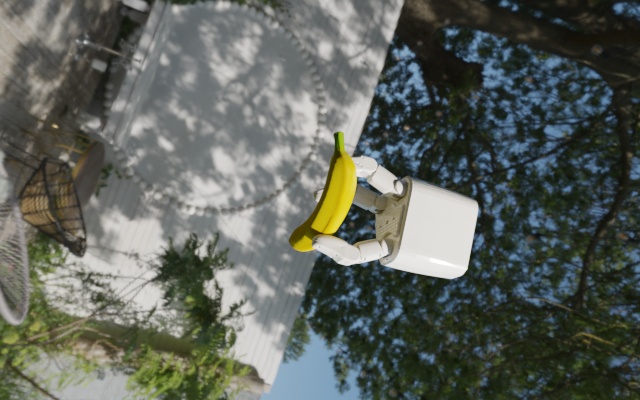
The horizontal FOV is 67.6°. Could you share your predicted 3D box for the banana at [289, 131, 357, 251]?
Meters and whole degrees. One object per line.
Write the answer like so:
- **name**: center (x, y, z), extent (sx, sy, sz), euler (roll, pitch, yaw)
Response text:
- **banana**: center (0.004, 0.013, 0.593), extent (0.037, 0.069, 0.198), euler (10, -48, -19)
